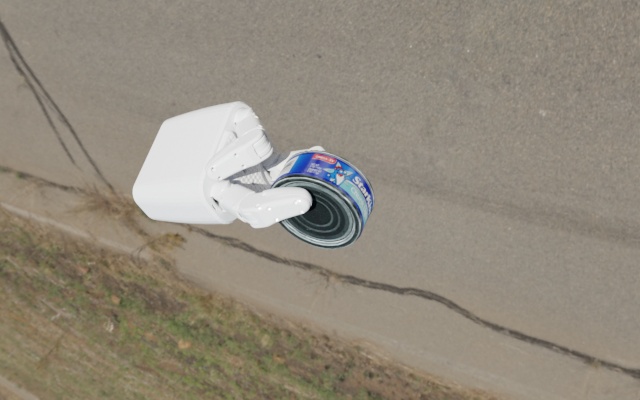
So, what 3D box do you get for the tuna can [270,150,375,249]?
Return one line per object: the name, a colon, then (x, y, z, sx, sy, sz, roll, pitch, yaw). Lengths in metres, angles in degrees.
tuna can: (0.000, 0.002, 0.403, 0.086, 0.086, 0.033, 0, 42, 30)
